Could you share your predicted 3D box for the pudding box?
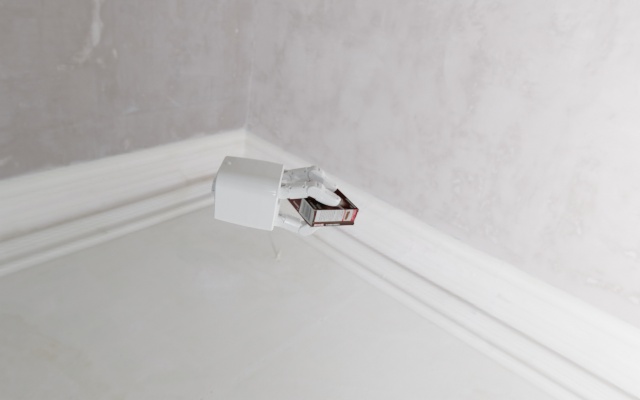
[{"bbox_3d":[0.000,0.003,0.840,0.090,0.039,0.113,-2,32,-30],"label":"pudding box"}]
